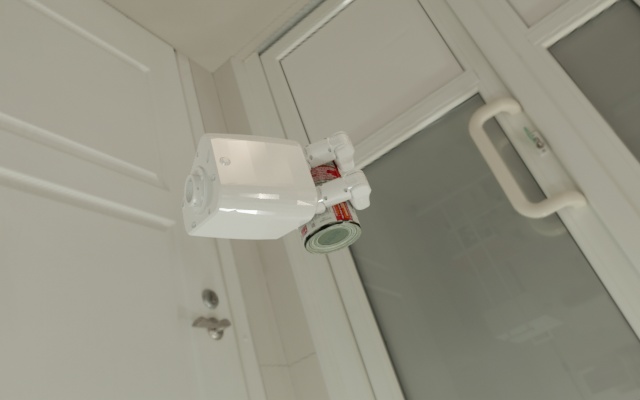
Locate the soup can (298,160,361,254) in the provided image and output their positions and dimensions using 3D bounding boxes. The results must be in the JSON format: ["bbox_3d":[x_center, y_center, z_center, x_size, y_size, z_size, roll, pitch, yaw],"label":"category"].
[{"bbox_3d":[0.001,0.002,0.550,0.068,0.102,0.068,-14,-31,-9],"label":"soup can"}]
